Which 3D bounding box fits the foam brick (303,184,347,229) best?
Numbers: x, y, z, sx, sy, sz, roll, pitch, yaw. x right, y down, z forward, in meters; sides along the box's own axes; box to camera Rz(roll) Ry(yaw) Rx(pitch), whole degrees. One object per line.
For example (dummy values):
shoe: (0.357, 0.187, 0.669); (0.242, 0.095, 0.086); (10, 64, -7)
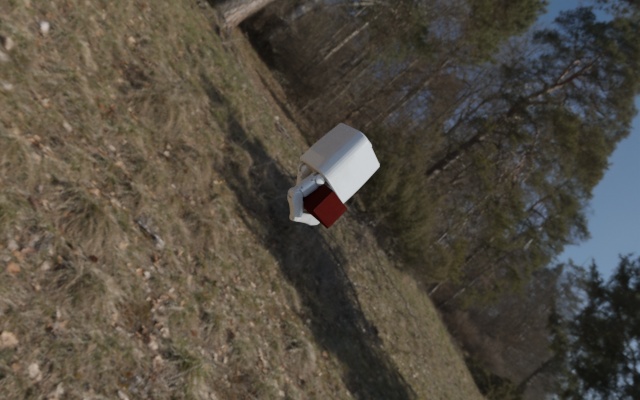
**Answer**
foam brick: (0.000, 0.003, 0.851); (0.053, 0.051, 0.078); (52, -8, -35)
